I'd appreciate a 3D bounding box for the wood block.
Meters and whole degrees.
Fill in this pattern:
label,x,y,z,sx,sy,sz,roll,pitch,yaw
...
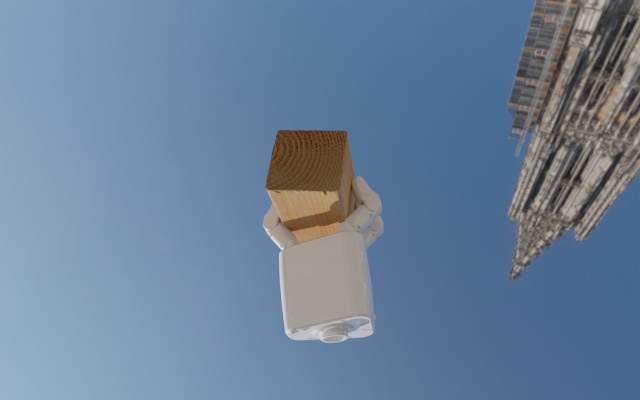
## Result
label,x,y,z,sx,sy,sz,roll,pitch,yaw
wood block,0.000,0.003,0.651,0.091,0.090,0.206,2,-30,11
